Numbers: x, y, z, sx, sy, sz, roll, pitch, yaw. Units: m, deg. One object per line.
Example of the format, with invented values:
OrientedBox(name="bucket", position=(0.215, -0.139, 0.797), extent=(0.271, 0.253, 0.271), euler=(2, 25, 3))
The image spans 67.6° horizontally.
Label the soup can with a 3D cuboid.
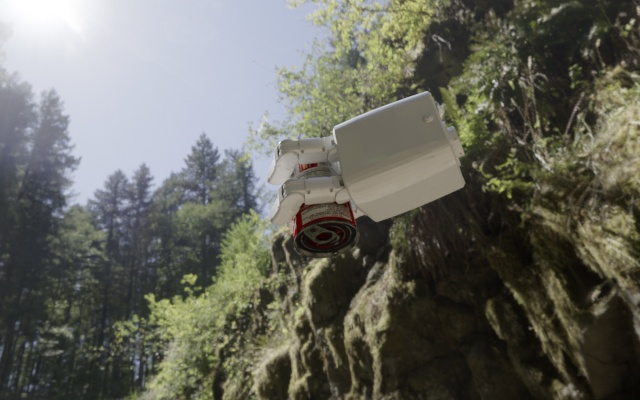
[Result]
OrientedBox(name="soup can", position=(0.000, 0.002, 0.518), extent=(0.068, 0.102, 0.069), euler=(-6, -37, -5))
